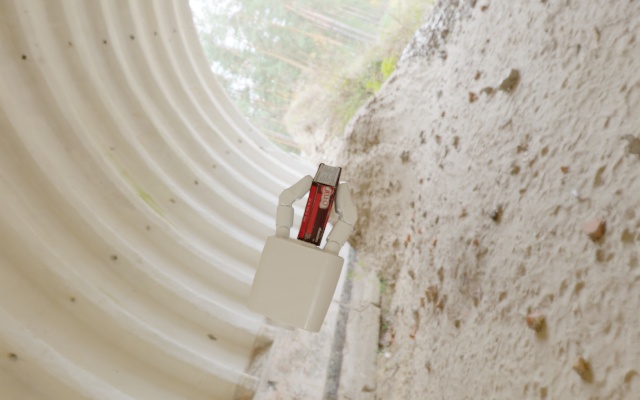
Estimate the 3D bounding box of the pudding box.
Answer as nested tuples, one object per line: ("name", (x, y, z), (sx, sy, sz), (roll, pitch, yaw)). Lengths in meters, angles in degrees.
("pudding box", (0.000, 0.002, 0.688), (0.039, 0.090, 0.113), (16, 19, -1))
